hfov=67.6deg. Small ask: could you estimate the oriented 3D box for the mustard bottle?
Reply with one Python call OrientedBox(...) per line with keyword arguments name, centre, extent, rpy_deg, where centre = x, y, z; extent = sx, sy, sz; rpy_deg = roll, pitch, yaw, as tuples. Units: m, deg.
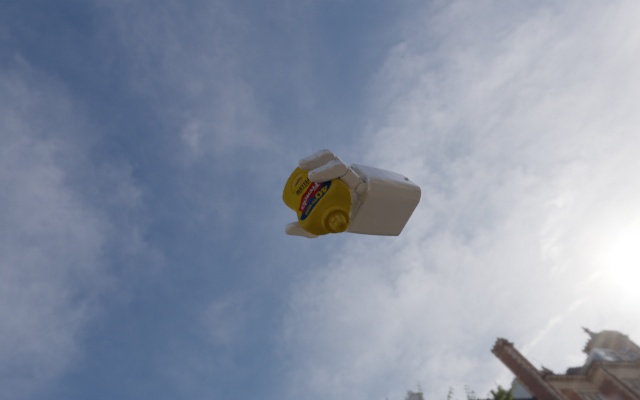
OrientedBox(name="mustard bottle", centre=(0.000, 0.002, 0.761), extent=(0.058, 0.096, 0.191), rpy_deg=(36, 7, -30))
